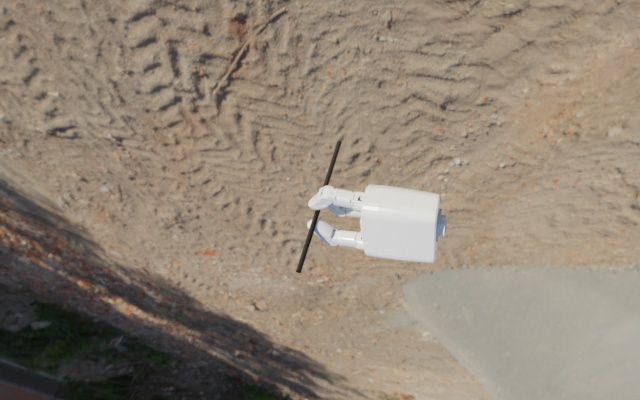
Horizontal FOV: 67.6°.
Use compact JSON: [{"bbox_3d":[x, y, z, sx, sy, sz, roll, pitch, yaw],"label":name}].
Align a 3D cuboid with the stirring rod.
[{"bbox_3d":[0.000,0.002,0.744,0.011,0.239,0.011,13,-29,8],"label":"stirring rod"}]
